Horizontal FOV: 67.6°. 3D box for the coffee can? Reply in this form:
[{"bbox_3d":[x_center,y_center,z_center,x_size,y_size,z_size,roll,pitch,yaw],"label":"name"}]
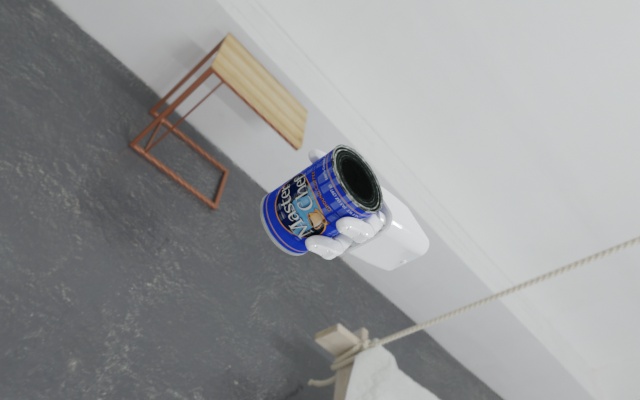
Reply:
[{"bbox_3d":[0.000,0.002,0.662,0.140,0.102,0.103,-32,-18,31],"label":"coffee can"}]
